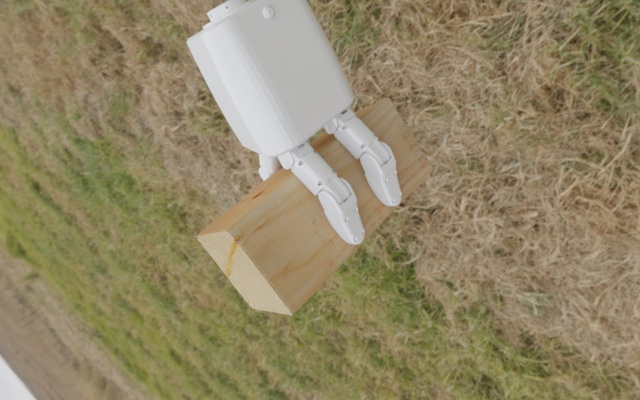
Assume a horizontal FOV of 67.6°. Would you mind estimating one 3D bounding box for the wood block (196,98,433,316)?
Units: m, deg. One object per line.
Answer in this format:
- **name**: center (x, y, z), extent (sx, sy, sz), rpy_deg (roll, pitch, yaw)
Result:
- **wood block**: center (0.000, 0.001, 0.453), extent (0.206, 0.090, 0.091), rpy_deg (-42, 14, -28)
